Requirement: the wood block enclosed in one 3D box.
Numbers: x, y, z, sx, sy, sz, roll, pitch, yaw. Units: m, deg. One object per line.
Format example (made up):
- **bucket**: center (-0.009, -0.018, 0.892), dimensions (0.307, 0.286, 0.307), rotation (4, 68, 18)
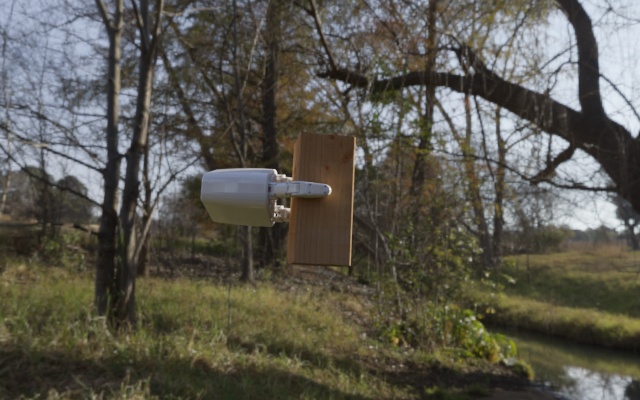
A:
- **wood block**: center (0.000, 0.002, 0.780), dimensions (0.090, 0.206, 0.091), rotation (4, -9, -11)
